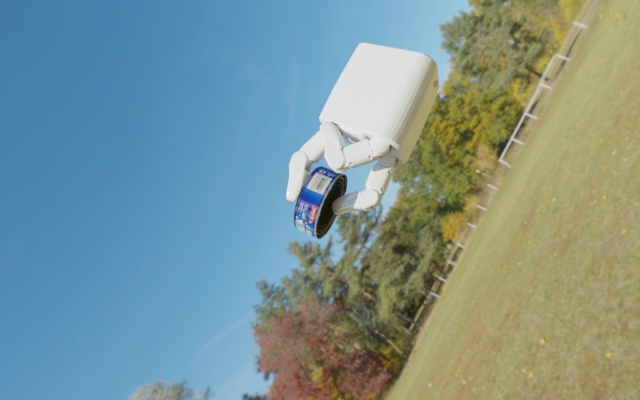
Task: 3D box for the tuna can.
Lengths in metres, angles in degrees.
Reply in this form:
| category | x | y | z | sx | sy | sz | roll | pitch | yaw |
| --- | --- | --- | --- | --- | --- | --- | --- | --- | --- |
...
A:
| category | x | y | z | sx | sy | sz | roll | pitch | yaw |
| --- | --- | --- | --- | --- | --- | --- | --- | --- | --- |
| tuna can | 0.000 | 0.002 | 0.590 | 0.034 | 0.086 | 0.086 | 23 | 6 | 16 |
